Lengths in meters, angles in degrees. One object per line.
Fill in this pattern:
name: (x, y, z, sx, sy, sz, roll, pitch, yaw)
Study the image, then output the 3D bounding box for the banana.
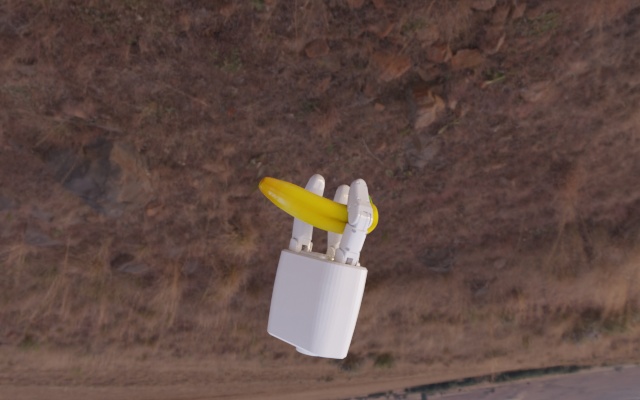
banana: (0.013, 0.012, 0.574, 0.198, 0.037, 0.069, 11, 25, -48)
